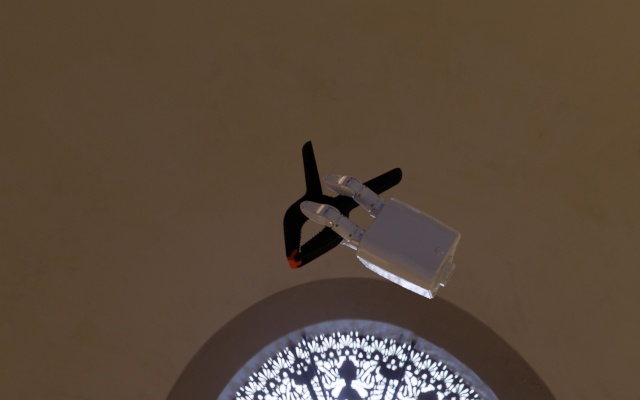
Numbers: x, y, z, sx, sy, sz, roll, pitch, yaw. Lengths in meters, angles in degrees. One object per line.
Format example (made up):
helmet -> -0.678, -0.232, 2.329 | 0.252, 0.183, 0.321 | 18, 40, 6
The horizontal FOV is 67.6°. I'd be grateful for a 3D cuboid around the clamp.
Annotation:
clamp -> 0.000, 0.003, 0.697 | 0.164, 0.210, 0.036 | 26, -26, 25
